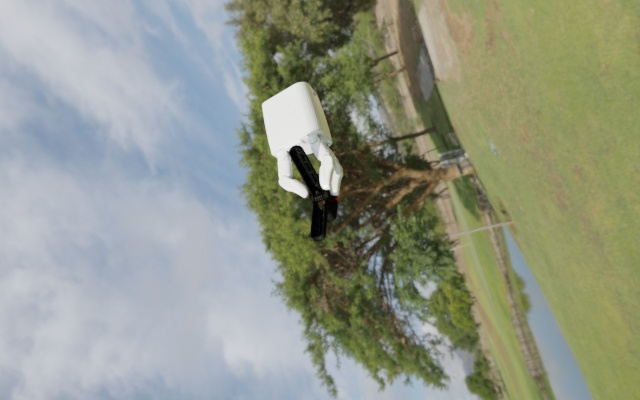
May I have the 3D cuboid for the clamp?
[{"bbox_3d":[-0.001,0.003,0.868,0.036,0.164,0.210,-15,-14,12],"label":"clamp"}]
